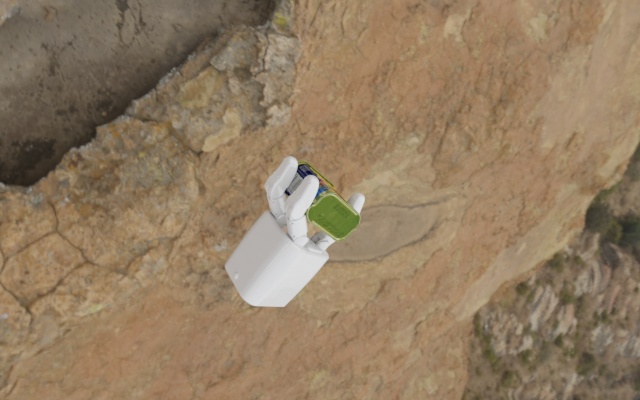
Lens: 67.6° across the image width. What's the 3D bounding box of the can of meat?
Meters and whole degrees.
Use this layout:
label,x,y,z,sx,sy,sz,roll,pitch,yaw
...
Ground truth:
label,x,y,z,sx,sy,sz,roll,pitch,yaw
can of meat,0.000,0.002,0.668,0.102,0.057,0.084,39,7,-45
